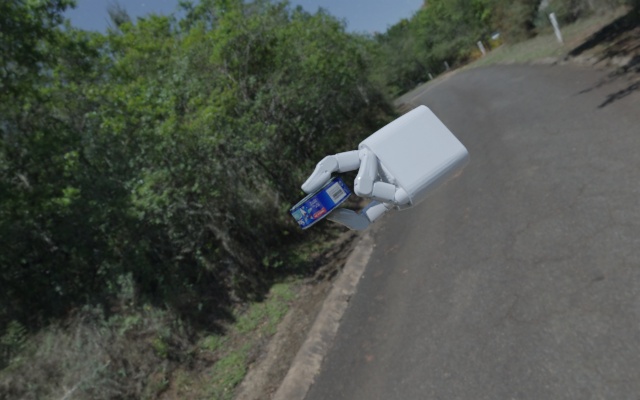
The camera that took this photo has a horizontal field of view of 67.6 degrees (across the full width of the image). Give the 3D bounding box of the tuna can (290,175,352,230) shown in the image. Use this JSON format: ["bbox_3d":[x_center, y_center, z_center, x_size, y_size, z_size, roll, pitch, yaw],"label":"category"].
[{"bbox_3d":[0.000,0.002,0.663,0.086,0.034,0.086,-36,4,3],"label":"tuna can"}]
